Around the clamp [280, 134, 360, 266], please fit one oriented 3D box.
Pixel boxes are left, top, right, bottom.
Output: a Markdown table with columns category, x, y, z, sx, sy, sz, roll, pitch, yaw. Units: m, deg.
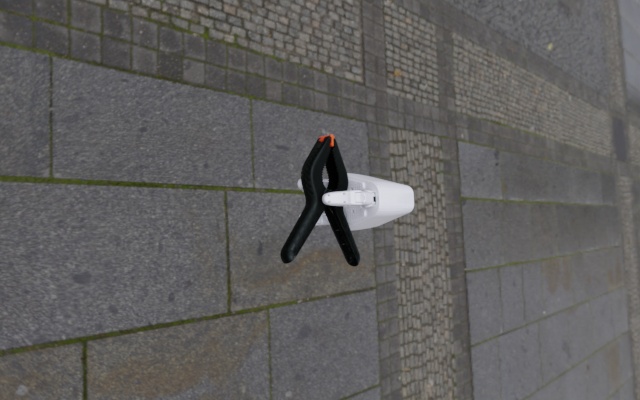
| category | x | y | z | sx | sy | sz | roll | pitch | yaw |
| --- | --- | --- | --- | --- | --- | --- | --- | --- | --- |
| clamp | 0.001 | 0.002 | 0.730 | 0.036 | 0.210 | 0.164 | -5 | -4 | 42 |
